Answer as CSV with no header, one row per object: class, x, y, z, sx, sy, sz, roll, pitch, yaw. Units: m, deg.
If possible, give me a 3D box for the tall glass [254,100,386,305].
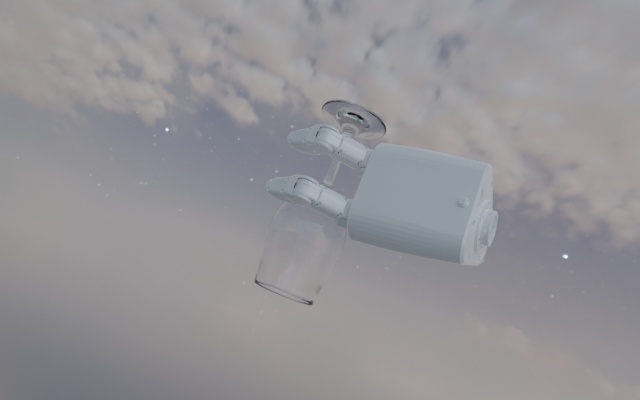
tall glass,0.000,0.001,0.489,0.079,0.201,0.079,21,-16,6
